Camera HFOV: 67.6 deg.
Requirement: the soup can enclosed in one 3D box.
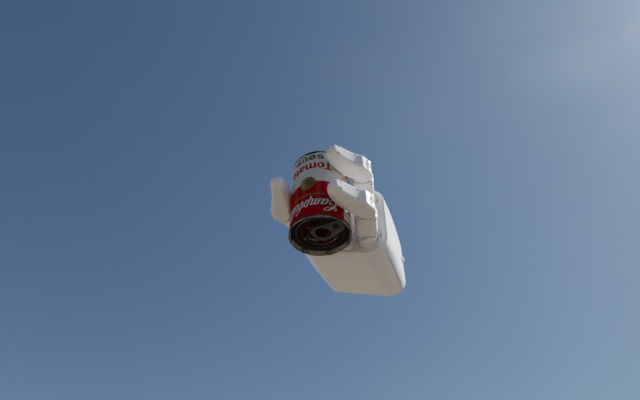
[{"bbox_3d":[0.000,0.001,0.539,0.068,0.102,0.069,0,-42,0],"label":"soup can"}]
